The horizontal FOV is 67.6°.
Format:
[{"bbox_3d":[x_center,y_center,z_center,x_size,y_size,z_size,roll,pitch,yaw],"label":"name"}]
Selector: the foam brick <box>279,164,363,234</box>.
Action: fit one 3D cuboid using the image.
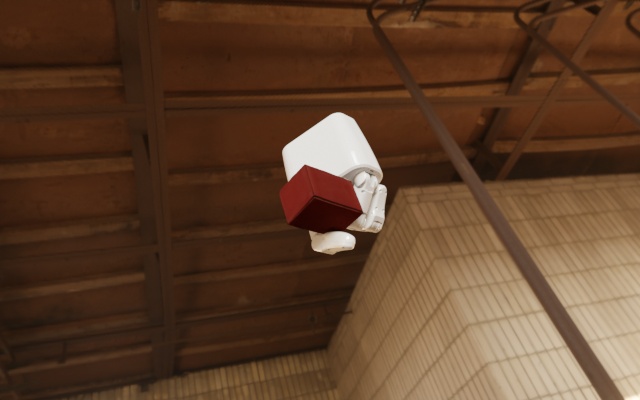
[{"bbox_3d":[0.000,0.002,0.555,0.078,0.051,0.053,18,-50,-39],"label":"foam brick"}]
